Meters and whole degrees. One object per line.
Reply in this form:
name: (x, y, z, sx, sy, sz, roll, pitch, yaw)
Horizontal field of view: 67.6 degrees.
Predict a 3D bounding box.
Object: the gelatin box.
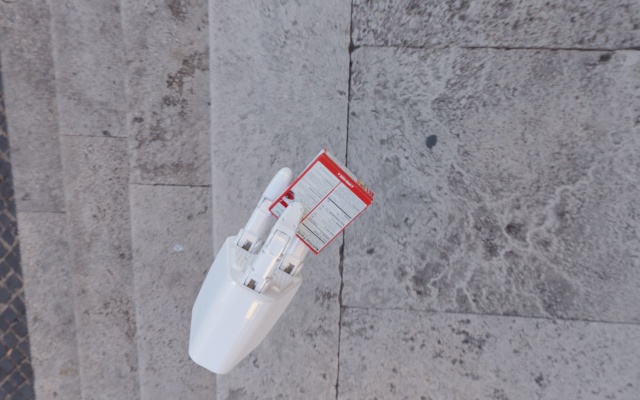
gelatin box: (0.000, 0.002, 0.505, 0.073, 0.089, 0.030, 42, 19, -8)
